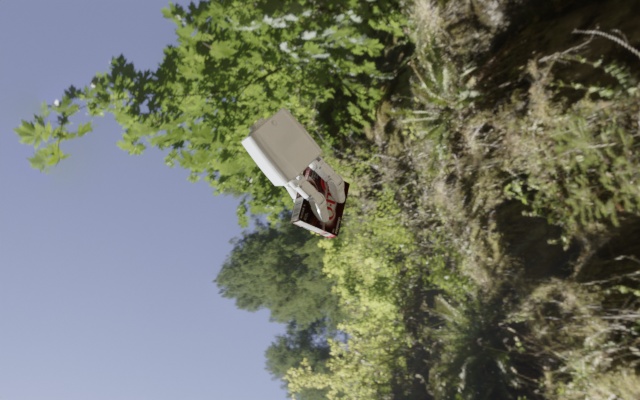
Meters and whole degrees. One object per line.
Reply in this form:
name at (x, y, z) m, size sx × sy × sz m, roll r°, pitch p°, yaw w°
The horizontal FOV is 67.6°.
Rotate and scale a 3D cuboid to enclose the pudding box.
pudding box at (0.000, 0.003, 0.887) m, size 0.090 × 0.113 × 0.039 m, roll 25°, pitch -21°, yaw -26°
